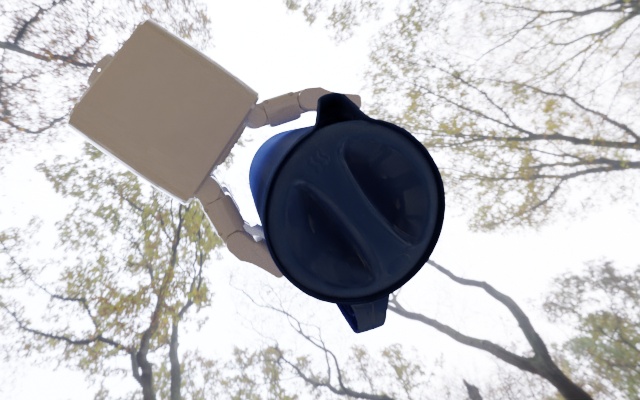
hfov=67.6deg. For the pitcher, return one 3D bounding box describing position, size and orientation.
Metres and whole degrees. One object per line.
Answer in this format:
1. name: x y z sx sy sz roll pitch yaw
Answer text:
1. pitcher: 0.000 0.001 0.440 0.145 0.149 0.243 31 1 -17
